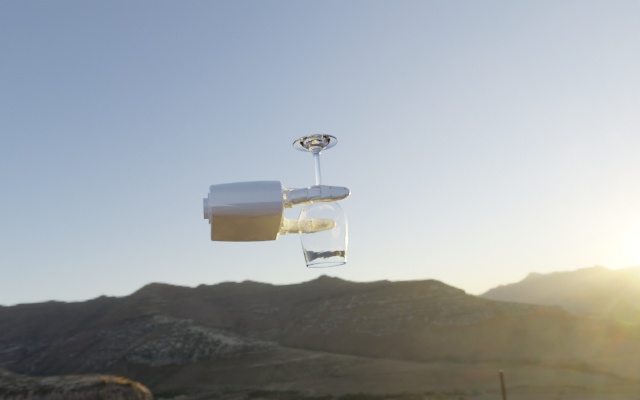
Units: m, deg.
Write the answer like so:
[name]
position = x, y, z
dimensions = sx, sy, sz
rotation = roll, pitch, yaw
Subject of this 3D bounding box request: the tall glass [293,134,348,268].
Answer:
[tall glass]
position = 0.000, 0.002, 0.751
dimensions = 0.079, 0.201, 0.079
rotation = -5, -14, -1
